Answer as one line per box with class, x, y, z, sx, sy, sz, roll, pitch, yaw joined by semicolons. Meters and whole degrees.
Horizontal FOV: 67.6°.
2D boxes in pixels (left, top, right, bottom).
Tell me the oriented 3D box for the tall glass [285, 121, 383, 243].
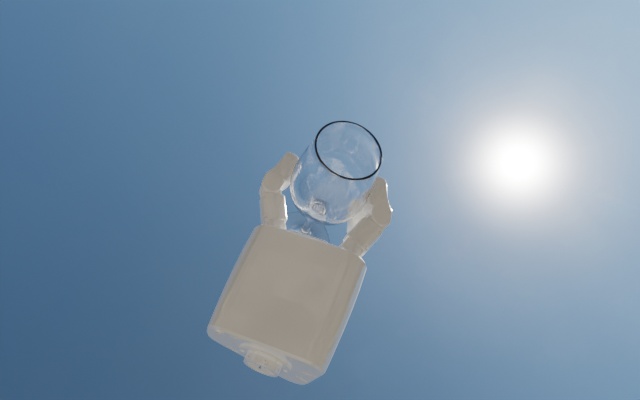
tall glass;0.000;0.002;0.497;0.079;0.079;0.201;0;-28;-16
